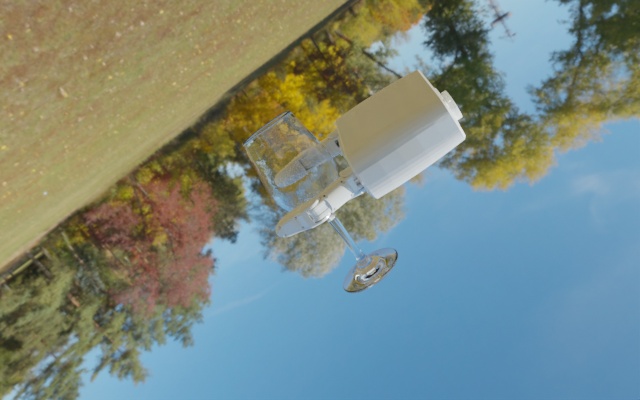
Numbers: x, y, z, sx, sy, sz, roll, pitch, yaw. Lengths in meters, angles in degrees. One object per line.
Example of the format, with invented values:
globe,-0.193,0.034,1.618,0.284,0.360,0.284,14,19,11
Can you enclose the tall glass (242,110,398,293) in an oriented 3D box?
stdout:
tall glass,0.000,0.002,0.519,0.079,0.201,0.079,-34,15,10
